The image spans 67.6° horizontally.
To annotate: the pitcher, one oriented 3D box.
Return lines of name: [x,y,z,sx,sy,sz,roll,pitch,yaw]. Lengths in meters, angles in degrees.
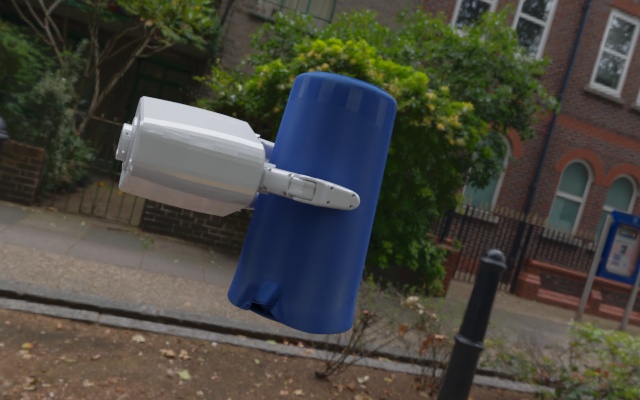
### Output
pitcher: [0.000,0.002,0.499,0.145,0.243,0.149,13,4,-25]
